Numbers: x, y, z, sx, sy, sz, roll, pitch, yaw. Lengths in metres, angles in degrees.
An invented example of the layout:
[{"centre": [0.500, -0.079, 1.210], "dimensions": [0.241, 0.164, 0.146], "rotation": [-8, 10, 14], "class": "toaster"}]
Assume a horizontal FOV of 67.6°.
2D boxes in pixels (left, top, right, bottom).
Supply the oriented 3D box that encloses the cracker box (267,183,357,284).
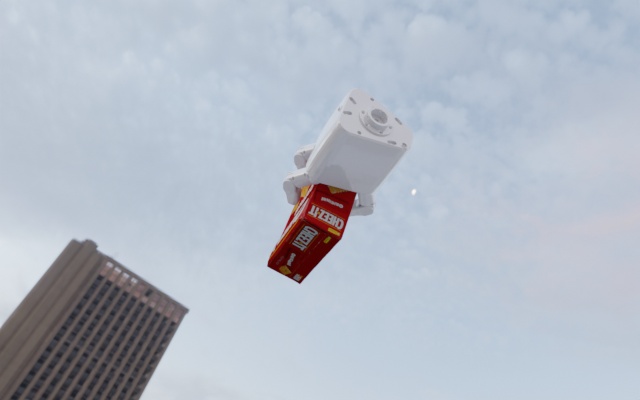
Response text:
[{"centre": [0.000, 0.002, 0.766], "dimensions": [0.072, 0.213, 0.164], "rotation": [28, -39, -7], "class": "cracker box"}]
